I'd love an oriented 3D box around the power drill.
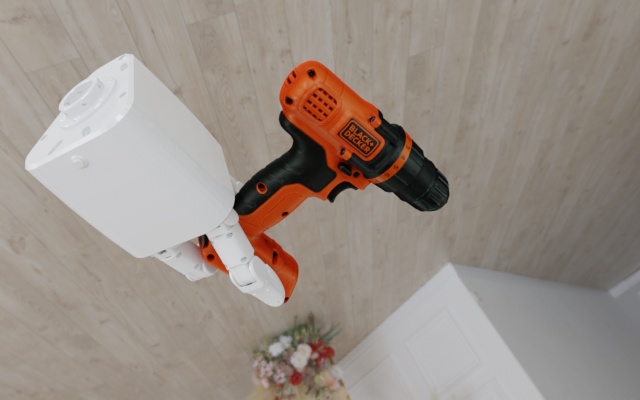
[{"bbox_3d":[0.000,0.002,0.416,0.184,0.188,0.057,36,15,-26],"label":"power drill"}]
